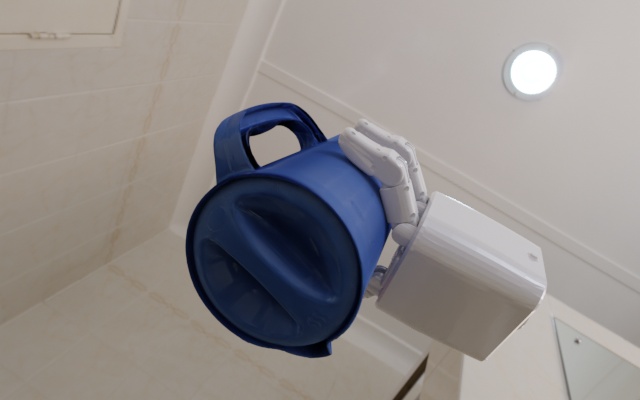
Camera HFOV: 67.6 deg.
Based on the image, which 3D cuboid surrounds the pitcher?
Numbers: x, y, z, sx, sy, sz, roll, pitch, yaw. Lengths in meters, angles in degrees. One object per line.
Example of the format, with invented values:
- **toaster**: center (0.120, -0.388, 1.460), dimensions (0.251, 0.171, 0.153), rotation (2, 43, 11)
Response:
- **pitcher**: center (0.000, 0.002, 0.421), dimensions (0.145, 0.149, 0.242), rotation (27, 25, 10)
